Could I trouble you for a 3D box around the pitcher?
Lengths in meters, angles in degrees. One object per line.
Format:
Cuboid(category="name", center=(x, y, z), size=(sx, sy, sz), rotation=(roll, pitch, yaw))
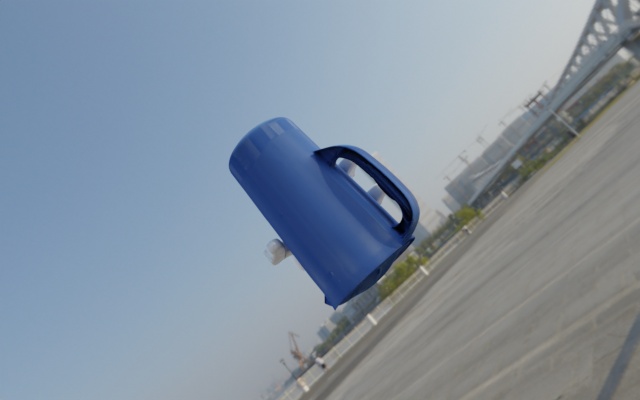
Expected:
Cuboid(category="pitcher", center=(0.000, 0.002, 0.610), size=(0.149, 0.242, 0.145), rotation=(-39, -14, -13))
